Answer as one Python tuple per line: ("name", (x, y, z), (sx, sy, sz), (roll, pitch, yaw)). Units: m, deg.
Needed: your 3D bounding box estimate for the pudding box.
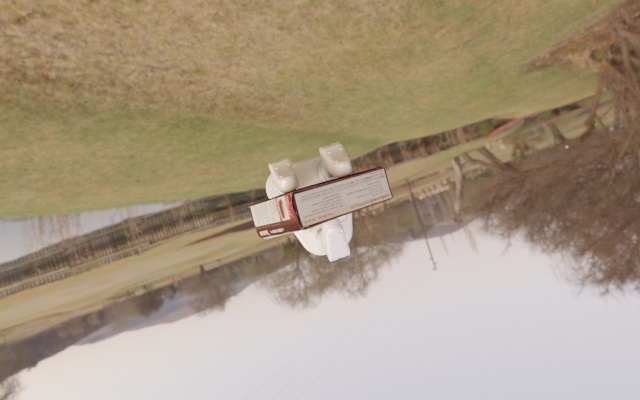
("pudding box", (0.000, 0.002, 0.468), (0.113, 0.039, 0.090), (-20, 2, -33))
